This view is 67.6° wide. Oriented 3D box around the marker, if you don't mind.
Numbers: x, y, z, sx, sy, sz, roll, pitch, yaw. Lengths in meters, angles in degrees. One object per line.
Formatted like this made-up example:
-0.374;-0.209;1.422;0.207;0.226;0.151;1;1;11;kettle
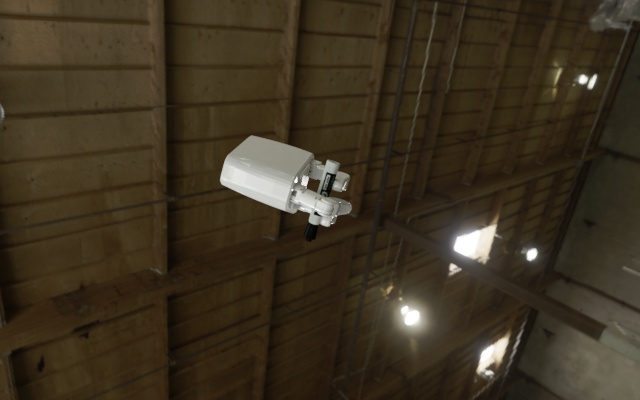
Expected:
0.000;0.002;0.676;0.020;0.121;0.020;17;13;-4;marker
